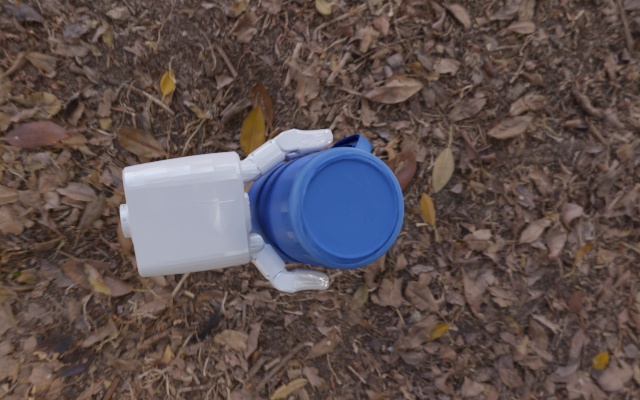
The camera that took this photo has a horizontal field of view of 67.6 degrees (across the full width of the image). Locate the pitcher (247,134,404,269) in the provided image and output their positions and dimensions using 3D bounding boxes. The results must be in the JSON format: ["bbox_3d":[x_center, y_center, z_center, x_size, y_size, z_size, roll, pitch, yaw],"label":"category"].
[{"bbox_3d":[0.000,0.002,0.526,0.145,0.149,0.243,-9,0,-16],"label":"pitcher"}]
